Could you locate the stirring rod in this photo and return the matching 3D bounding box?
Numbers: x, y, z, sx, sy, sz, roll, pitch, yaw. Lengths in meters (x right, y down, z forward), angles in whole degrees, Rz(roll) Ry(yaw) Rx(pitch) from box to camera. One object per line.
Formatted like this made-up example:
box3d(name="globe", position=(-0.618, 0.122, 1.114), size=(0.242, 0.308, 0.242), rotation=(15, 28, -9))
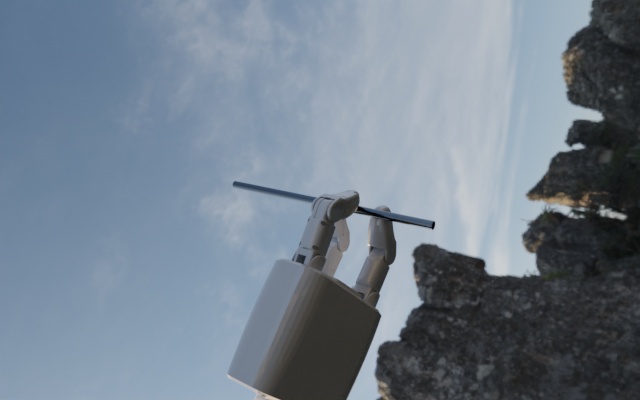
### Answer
box3d(name="stirring rod", position=(0.000, 0.002, 0.481), size=(0.239, 0.011, 0.011), rotation=(12, 6, 34))
